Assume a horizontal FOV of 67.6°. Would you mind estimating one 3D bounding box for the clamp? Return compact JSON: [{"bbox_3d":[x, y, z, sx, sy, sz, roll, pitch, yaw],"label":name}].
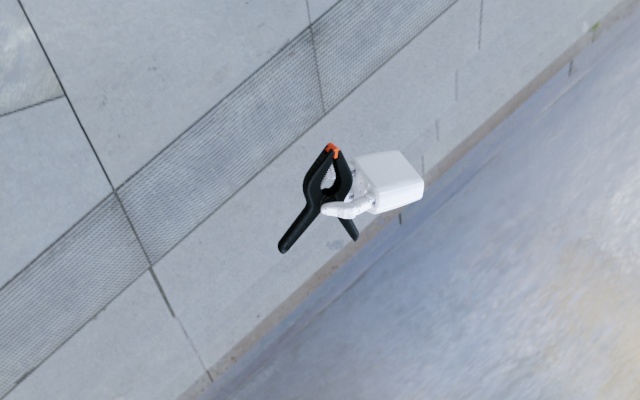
[{"bbox_3d":[0.001,0.003,0.839,0.164,0.210,0.036,-14,34,-24],"label":"clamp"}]
